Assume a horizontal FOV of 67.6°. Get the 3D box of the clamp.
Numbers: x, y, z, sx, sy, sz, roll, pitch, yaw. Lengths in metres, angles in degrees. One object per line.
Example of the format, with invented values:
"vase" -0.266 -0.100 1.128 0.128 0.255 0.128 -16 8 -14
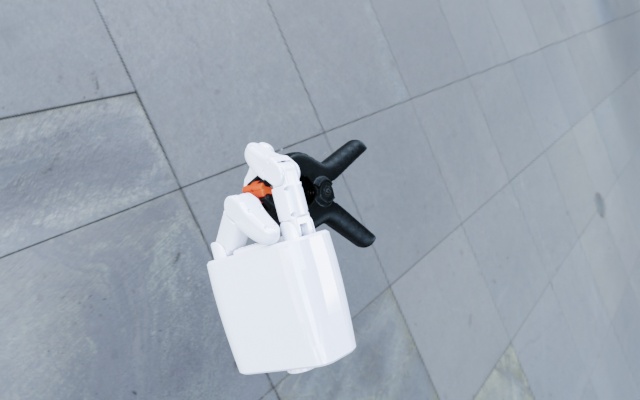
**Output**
"clamp" 0.000 0.001 0.486 0.171 0.120 0.039 -13 -4 -44
